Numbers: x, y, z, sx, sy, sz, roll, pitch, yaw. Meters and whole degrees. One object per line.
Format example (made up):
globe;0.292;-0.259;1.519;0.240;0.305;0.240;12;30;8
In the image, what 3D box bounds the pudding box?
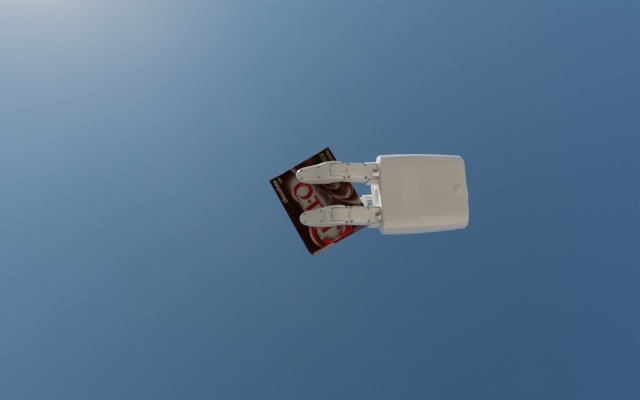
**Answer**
pudding box;0.000;0.002;0.620;0.090;0.113;0.039;-30;-11;-2
